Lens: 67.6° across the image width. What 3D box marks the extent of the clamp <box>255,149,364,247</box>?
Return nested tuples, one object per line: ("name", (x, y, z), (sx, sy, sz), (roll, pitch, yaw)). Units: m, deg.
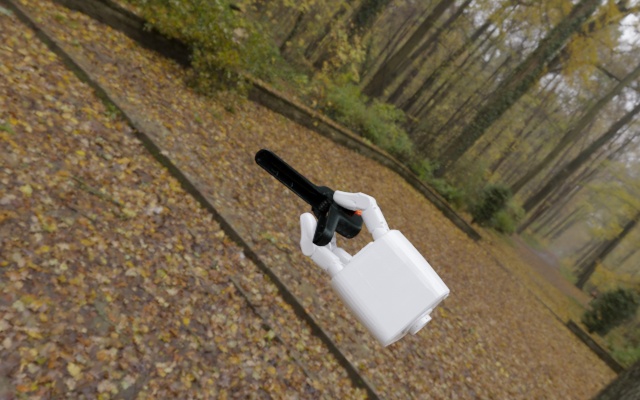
("clamp", (0.001, 0.002, 0.677), (0.036, 0.164, 0.210), (-44, -23, 15))
